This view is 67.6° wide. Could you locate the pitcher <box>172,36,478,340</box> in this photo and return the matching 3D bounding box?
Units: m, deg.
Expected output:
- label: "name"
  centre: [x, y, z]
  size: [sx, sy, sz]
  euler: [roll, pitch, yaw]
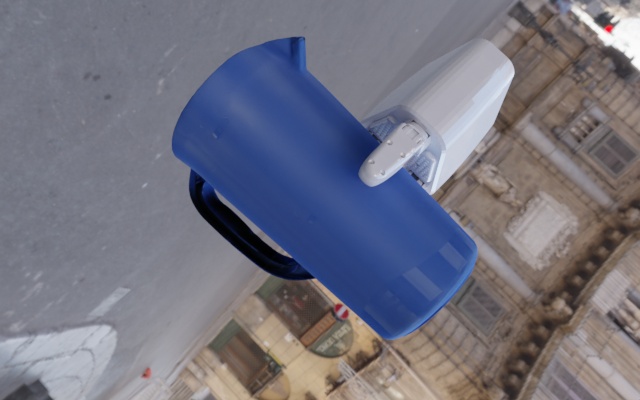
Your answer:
- label: "pitcher"
  centre: [0.000, 0.001, 0.404]
  size: [0.145, 0.243, 0.149]
  euler: [-44, -6, -17]
